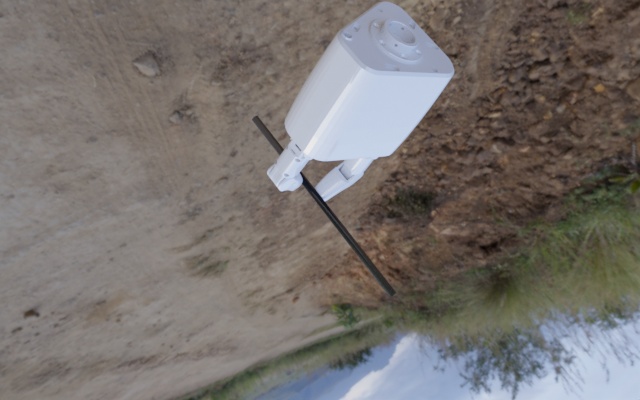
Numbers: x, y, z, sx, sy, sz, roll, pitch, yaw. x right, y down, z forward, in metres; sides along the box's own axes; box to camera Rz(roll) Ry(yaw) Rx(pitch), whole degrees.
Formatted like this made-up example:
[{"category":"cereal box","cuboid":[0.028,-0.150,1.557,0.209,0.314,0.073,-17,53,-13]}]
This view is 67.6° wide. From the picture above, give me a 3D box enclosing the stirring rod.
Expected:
[{"category":"stirring rod","cuboid":[0.000,0.002,0.500,0.011,0.239,0.011,-36,-13,-9]}]
